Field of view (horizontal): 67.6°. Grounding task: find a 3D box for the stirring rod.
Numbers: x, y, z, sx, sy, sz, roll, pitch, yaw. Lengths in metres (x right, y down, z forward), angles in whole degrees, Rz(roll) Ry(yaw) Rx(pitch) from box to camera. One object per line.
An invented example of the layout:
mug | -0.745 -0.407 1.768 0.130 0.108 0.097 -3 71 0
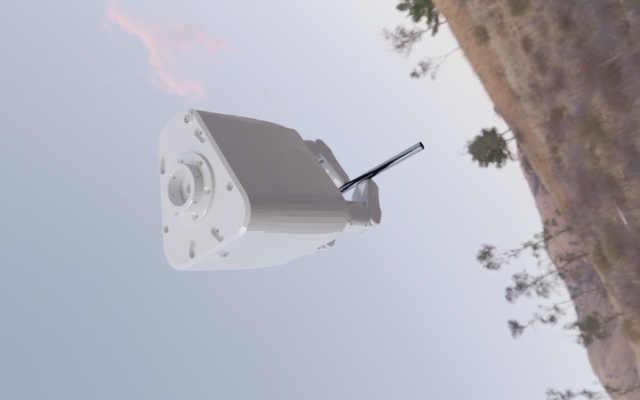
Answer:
stirring rod | 0.000 0.001 0.481 0.239 0.011 0.011 -29 -17 33
